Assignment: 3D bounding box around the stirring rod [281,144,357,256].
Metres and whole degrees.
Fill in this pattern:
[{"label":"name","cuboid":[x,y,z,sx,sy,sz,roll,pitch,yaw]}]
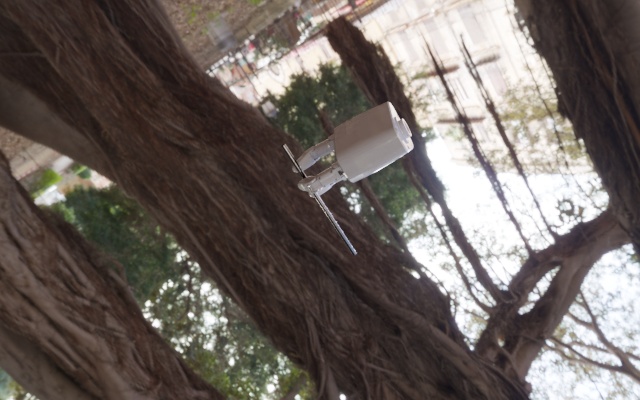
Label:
[{"label":"stirring rod","cuboid":[0.000,0.003,0.838,0.011,0.239,0.011,-30,18,11]}]
